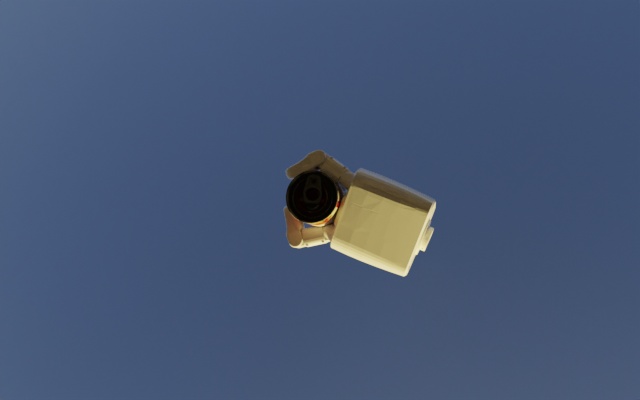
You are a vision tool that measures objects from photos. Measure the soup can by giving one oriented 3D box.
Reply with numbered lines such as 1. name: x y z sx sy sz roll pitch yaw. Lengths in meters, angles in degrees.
1. soup can: 0.000 0.002 0.647 0.068 0.068 0.102 0 -8 13
